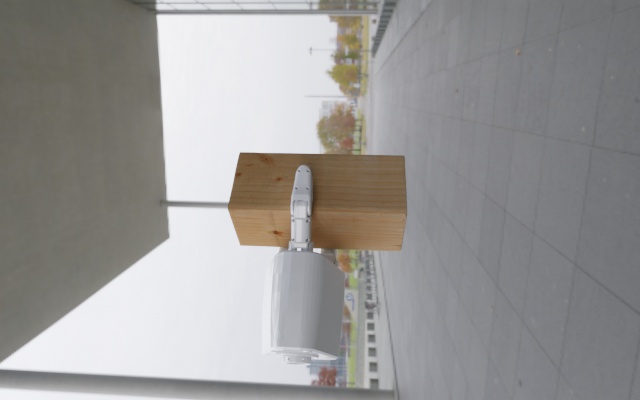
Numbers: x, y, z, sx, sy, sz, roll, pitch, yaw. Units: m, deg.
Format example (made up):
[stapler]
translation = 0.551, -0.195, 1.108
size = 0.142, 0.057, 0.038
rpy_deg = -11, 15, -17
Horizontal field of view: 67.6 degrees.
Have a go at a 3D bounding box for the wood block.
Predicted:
[wood block]
translation = 0.000, 0.002, 0.600
size = 0.206, 0.090, 0.091
rpy_deg = 2, -36, 4
